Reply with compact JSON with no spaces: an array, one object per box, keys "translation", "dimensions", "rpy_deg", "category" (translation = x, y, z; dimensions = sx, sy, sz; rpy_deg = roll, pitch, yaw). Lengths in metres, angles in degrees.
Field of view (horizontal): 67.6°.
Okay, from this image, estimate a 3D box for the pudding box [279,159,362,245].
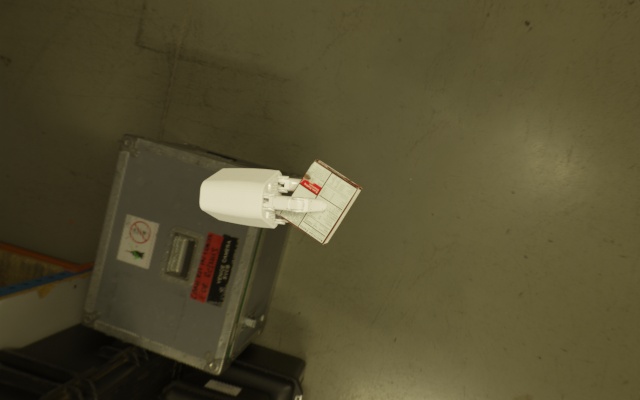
[{"translation":[0.000,0.003,0.781],"dimensions":[0.090,0.113,0.039],"rpy_deg":[34,9,9],"category":"pudding box"}]
